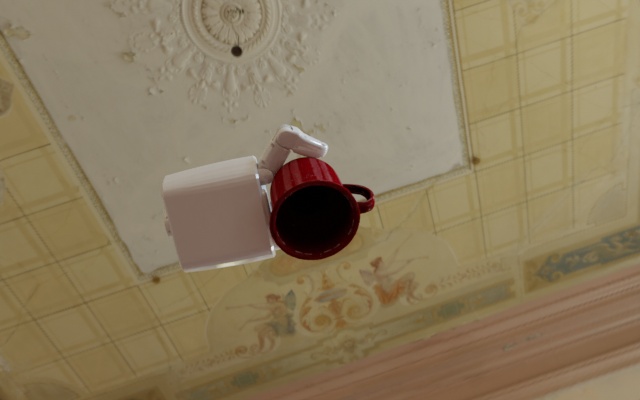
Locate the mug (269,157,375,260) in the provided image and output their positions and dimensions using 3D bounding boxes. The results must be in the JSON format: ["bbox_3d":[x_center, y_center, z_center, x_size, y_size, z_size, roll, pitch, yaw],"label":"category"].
[{"bbox_3d":[0.001,0.001,0.517,0.117,0.093,0.081,-10,28,-5],"label":"mug"}]
